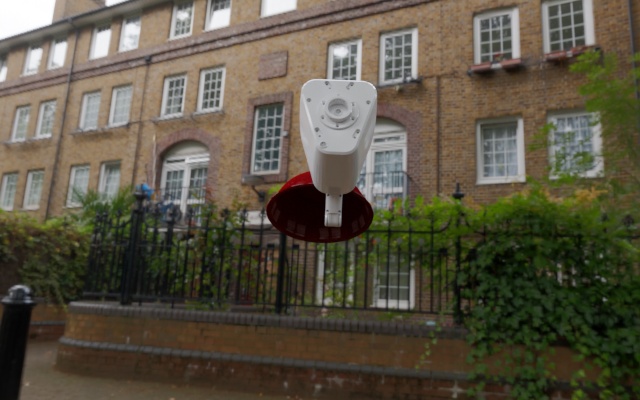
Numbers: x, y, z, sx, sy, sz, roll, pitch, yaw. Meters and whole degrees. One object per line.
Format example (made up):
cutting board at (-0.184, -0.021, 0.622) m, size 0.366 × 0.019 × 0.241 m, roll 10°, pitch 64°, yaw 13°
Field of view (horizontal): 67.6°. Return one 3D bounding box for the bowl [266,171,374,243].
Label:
bowl at (0.000, 0.003, 0.733) m, size 0.162 × 0.055 × 0.162 m, roll 2°, pitch -36°, yaw 2°
